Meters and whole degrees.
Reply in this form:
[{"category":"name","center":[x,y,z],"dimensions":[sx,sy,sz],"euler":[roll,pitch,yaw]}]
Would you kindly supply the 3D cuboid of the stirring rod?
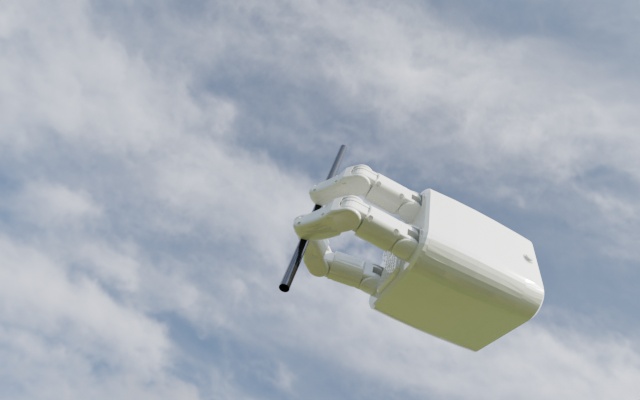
[{"category":"stirring rod","center":[0.000,0.002,0.441],"dimensions":[0.011,0.011,0.239],"euler":[0,31,15]}]
